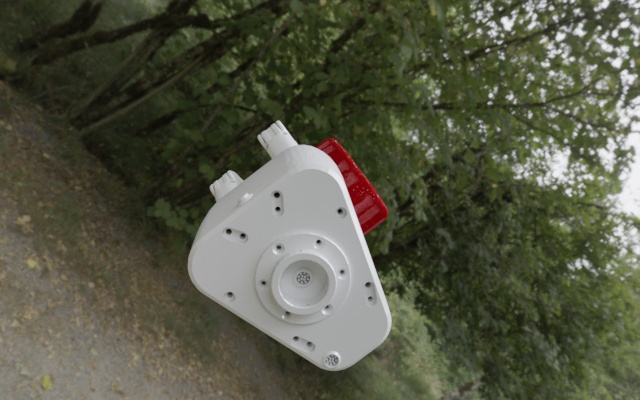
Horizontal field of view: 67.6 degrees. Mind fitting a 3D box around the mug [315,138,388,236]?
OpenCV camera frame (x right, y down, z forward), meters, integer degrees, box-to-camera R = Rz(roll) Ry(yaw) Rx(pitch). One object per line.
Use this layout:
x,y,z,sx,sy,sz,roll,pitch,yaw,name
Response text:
0.000,0.001,0.406,0.081,0.093,0.117,-37,12,2,mug
